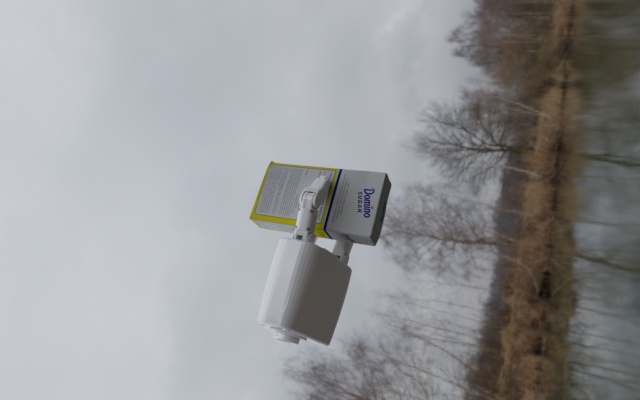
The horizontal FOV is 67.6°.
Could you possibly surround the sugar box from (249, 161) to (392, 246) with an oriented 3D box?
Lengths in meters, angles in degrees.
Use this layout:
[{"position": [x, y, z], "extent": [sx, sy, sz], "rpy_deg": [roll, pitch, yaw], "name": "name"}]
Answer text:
[{"position": [0.000, 0.002, 0.649], "extent": [0.176, 0.093, 0.048], "rpy_deg": [9, -21, 21], "name": "sugar box"}]
